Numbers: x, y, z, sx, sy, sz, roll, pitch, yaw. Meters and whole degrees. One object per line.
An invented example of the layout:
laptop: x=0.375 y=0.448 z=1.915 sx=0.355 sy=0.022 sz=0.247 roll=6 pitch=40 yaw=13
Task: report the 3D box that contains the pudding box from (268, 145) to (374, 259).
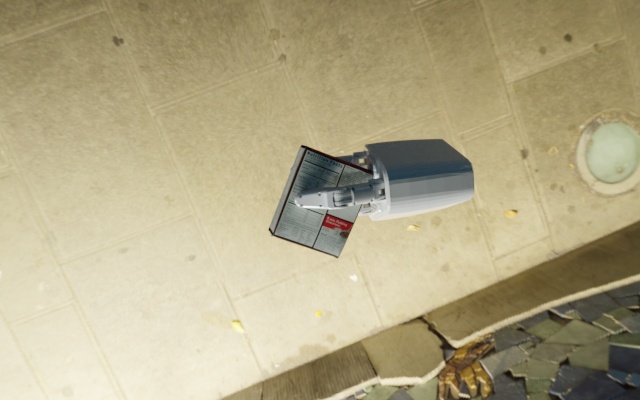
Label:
pudding box: x=0.000 y=0.002 z=0.565 sx=0.090 sy=0.113 sz=0.039 roll=21 pitch=4 yaw=-13
